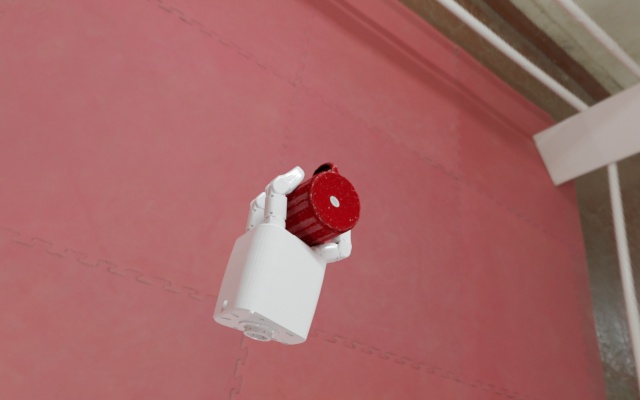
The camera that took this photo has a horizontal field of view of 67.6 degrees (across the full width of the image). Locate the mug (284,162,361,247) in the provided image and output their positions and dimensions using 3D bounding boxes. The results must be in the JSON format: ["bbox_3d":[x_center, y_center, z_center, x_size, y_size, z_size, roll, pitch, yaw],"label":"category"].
[{"bbox_3d":[0.001,0.001,0.625,0.093,0.117,0.081,28,-32,-25],"label":"mug"}]
